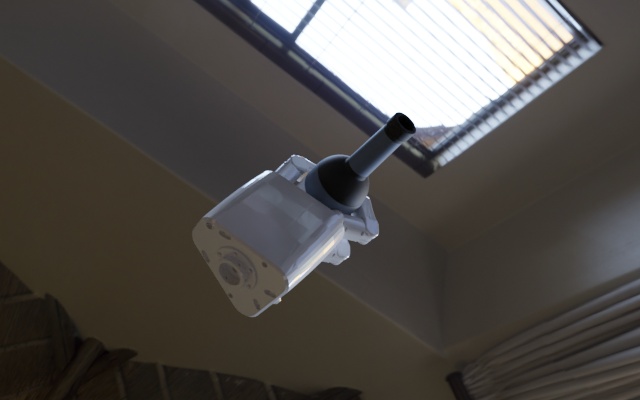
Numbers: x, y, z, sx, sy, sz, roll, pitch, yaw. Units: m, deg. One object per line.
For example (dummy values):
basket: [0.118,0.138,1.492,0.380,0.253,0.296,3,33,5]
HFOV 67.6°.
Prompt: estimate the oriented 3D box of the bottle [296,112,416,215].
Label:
bottle: [0.000,0.002,0.551,0.069,0.069,0.296,0,-31,-40]
